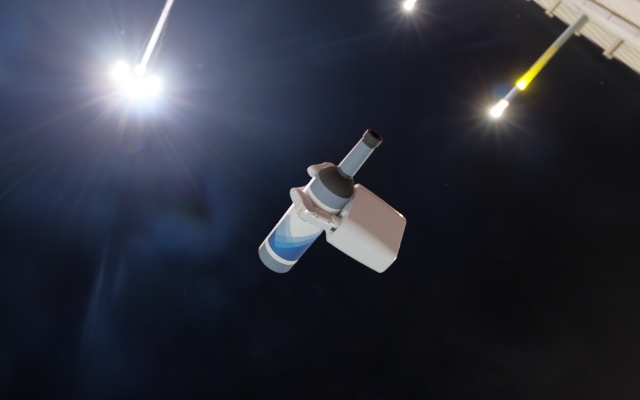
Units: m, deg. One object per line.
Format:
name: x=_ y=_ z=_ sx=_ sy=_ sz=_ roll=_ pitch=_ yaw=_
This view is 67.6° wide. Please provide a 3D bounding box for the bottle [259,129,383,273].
bottle: x=0.000 y=0.003 z=0.777 sx=0.069 sy=0.069 sz=0.296 roll=0 pitch=-43 yaw=-48
